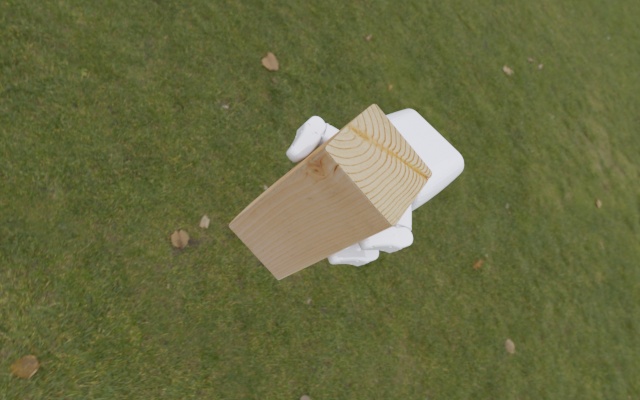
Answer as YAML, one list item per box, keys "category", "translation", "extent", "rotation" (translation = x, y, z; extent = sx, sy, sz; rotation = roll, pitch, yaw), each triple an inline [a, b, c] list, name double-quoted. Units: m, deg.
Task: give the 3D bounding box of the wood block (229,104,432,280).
- category: "wood block"
  translation: [0.000, 0.001, 0.500]
  extent: [0.090, 0.091, 0.206]
  rotation: [-46, 8, -39]
